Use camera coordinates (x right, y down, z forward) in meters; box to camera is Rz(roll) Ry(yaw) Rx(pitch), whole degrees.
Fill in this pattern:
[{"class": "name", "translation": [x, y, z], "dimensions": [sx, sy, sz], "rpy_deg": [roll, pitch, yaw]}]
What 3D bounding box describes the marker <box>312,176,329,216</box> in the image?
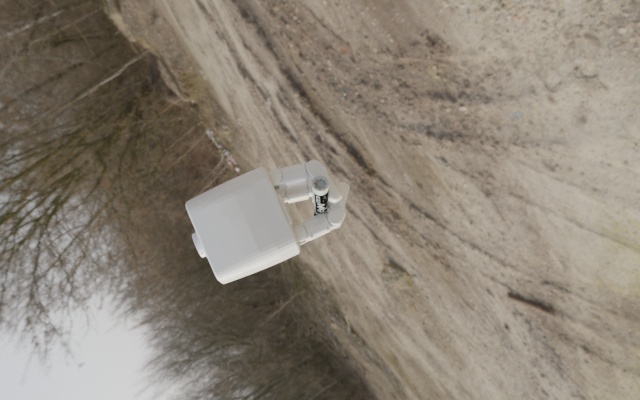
[{"class": "marker", "translation": [0.000, 0.002, 0.578], "dimensions": [0.020, 0.020, 0.121], "rpy_deg": [0, -20, 0]}]
